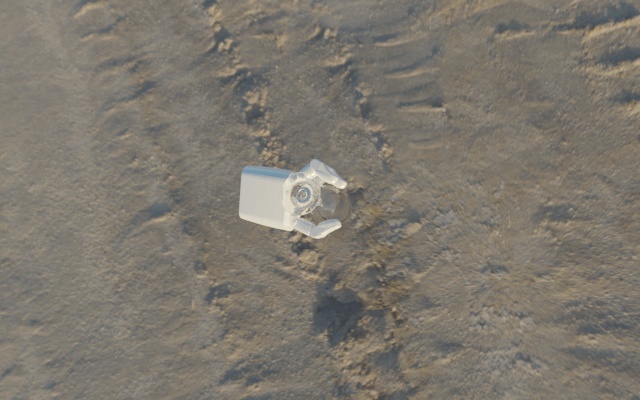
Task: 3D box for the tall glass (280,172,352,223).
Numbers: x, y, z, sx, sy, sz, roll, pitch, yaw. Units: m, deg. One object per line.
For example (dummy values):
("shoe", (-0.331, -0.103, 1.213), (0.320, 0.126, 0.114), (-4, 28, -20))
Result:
("tall glass", (0.000, 0.003, 0.891), (0.079, 0.079, 0.201), (0, -8, 21))
